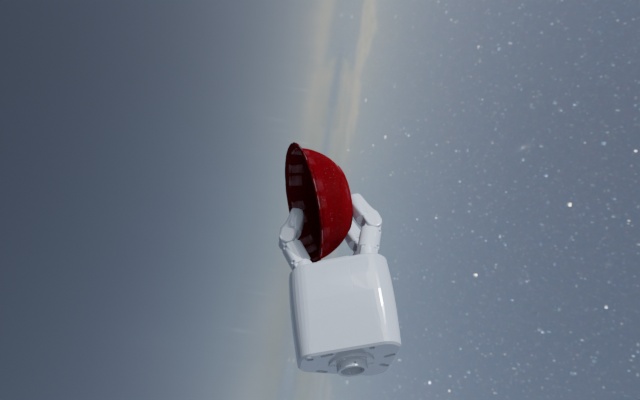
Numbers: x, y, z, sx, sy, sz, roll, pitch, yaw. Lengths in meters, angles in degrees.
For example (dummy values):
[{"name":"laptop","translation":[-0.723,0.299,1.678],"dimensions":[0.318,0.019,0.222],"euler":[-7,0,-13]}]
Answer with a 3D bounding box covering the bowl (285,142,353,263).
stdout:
[{"name":"bowl","translation":[0.000,0.001,0.620],"dimensions":[0.055,0.162,0.162],"euler":[-10,3,-16]}]
